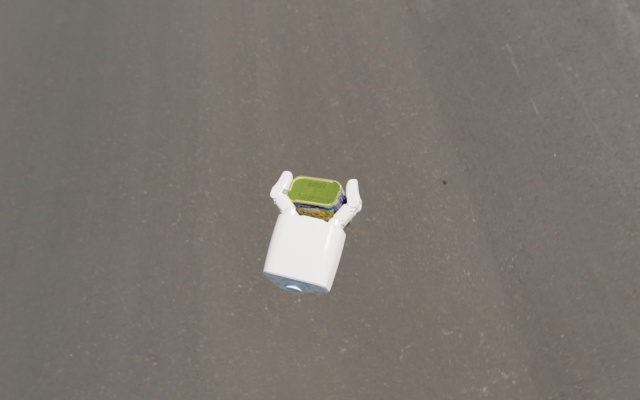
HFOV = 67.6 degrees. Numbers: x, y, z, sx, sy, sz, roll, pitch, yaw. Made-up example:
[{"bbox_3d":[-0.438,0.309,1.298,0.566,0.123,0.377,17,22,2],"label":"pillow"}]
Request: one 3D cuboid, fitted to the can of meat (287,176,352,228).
[{"bbox_3d":[0.000,0.003,0.847,0.102,0.057,0.084,8,-25,23],"label":"can of meat"}]
